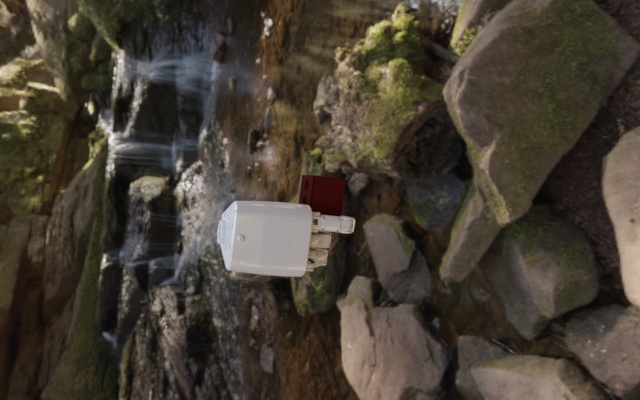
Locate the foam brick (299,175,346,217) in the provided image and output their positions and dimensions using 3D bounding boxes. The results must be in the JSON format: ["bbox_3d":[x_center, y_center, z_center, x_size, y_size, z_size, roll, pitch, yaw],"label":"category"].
[{"bbox_3d":[0.000,0.002,0.699,0.051,0.078,0.053,6,3,-20],"label":"foam brick"}]
